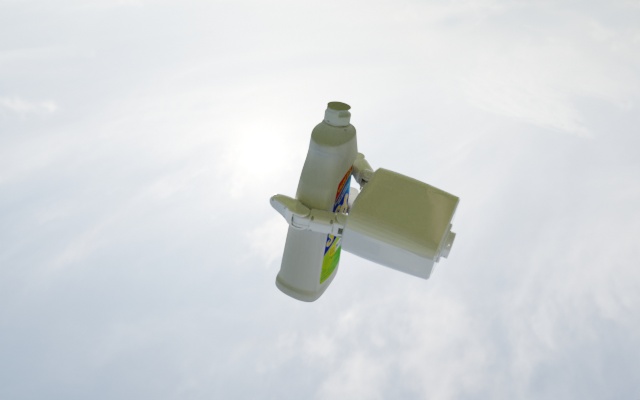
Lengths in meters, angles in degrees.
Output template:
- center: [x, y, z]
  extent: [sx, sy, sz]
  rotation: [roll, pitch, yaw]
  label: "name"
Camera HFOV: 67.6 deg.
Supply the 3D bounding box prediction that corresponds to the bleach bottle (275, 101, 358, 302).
- center: [0.000, 0.002, 0.596]
  extent: [0.068, 0.251, 0.102]
  rotation: [21, 34, 18]
  label: "bleach bottle"
